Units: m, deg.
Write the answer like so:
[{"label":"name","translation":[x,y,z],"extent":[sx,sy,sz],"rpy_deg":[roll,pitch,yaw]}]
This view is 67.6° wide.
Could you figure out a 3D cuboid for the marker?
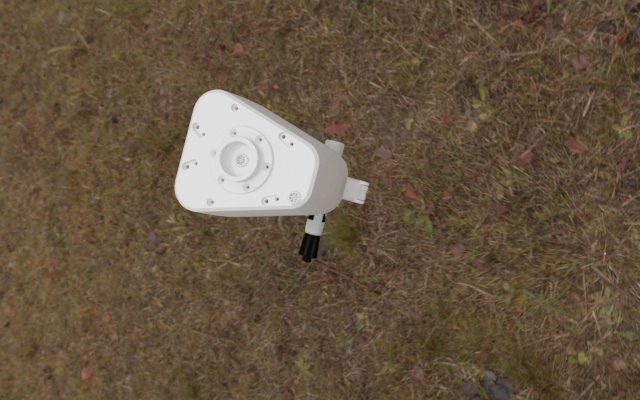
[{"label":"marker","translation":[0.000,0.002,0.468],"extent":[0.020,0.121,0.020],"rpy_deg":[14,2,0]}]
